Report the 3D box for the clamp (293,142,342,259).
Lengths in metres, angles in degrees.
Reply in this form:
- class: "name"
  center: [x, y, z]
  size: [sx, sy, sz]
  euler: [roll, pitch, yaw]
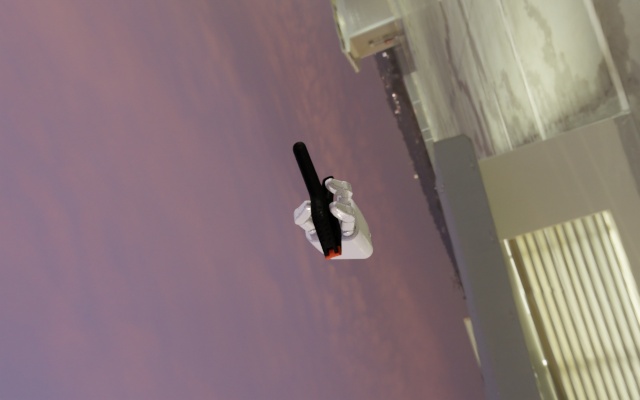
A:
- class: "clamp"
  center: [0.000, 0.004, 0.872]
  size: [0.036, 0.209, 0.165]
  euler: [-20, -35, 16]
